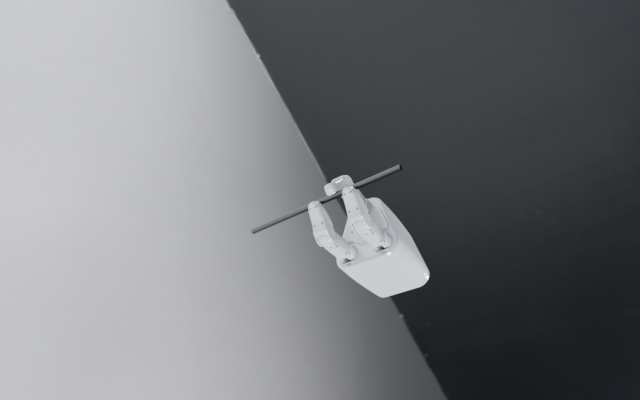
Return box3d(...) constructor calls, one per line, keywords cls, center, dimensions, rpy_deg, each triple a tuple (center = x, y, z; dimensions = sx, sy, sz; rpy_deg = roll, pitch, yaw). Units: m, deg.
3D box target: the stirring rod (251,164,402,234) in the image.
box3d(cls="stirring rod", center=(0.000, 0.002, 0.638), dimensions=(0.239, 0.011, 0.011), rpy_deg=(-24, -11, 27))
